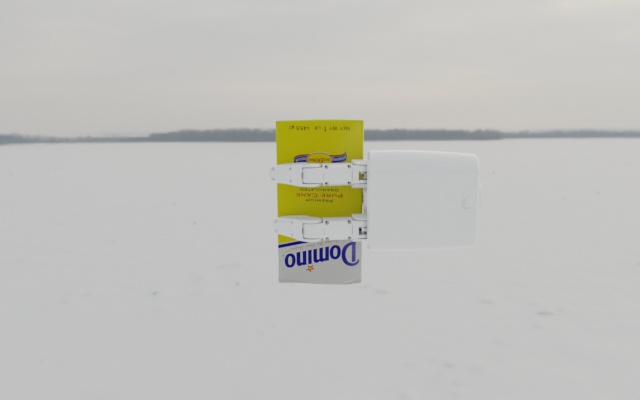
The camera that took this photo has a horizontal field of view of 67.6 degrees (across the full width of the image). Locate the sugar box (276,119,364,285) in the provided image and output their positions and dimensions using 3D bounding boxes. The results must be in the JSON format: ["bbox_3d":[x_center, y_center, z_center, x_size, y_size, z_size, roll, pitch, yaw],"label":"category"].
[{"bbox_3d":[0.000,0.002,0.517,0.093,0.176,0.048,0,8,5],"label":"sugar box"}]
